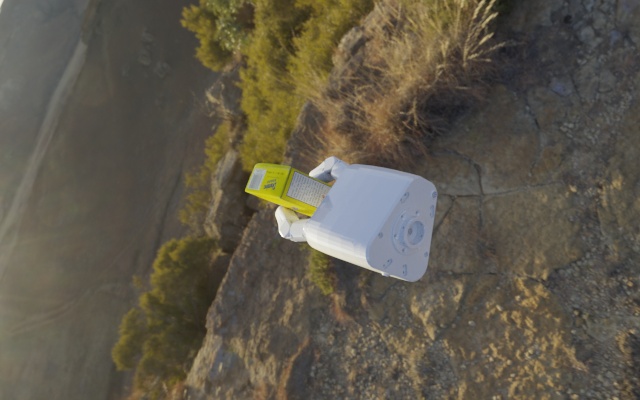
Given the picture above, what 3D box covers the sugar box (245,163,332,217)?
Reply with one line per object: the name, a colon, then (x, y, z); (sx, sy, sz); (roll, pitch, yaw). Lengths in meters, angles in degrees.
sugar box: (0.000, 0.003, 0.629); (0.176, 0.048, 0.093); (25, -8, -35)
